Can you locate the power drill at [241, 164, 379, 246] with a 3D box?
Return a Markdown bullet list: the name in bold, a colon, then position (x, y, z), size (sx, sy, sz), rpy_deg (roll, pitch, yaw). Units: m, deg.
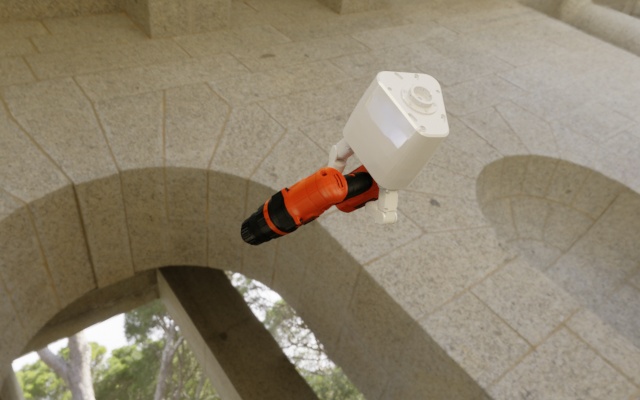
- **power drill**: position (0.001, 0.002, 0.660), size (0.184, 0.057, 0.187), rpy_deg (-28, -6, 39)
